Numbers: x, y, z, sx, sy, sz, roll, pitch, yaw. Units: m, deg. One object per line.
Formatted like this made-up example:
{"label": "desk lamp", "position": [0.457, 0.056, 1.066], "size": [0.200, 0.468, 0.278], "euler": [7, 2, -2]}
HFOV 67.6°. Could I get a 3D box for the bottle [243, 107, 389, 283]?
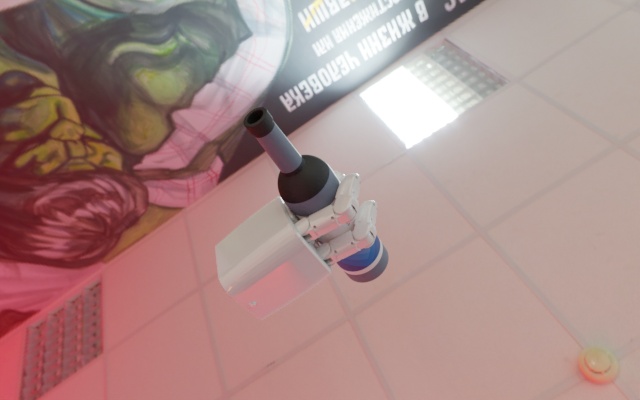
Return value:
{"label": "bottle", "position": [0.000, 0.002, 0.572], "size": [0.069, 0.069, 0.296], "euler": [0, -35, 32]}
